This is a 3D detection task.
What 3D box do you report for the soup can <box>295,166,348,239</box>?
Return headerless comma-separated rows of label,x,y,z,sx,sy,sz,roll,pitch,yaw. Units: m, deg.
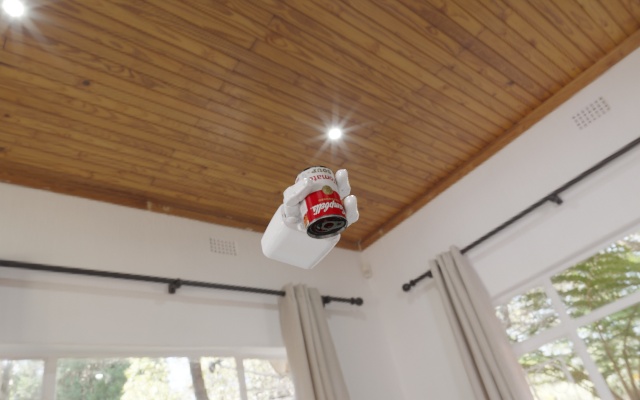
soup can,0.000,0.002,0.781,0.068,0.102,0.069,-10,-33,-7
